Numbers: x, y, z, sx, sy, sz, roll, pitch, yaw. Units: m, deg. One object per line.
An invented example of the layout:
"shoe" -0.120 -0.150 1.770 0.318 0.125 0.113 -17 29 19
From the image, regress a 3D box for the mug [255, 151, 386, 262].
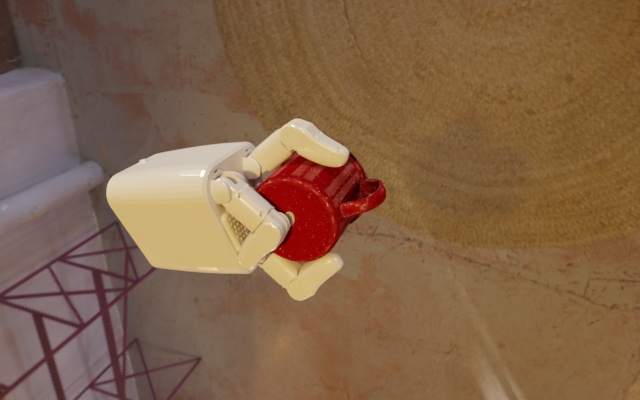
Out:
"mug" 0.001 0.001 0.423 0.117 0.093 0.081 -3 23 23
